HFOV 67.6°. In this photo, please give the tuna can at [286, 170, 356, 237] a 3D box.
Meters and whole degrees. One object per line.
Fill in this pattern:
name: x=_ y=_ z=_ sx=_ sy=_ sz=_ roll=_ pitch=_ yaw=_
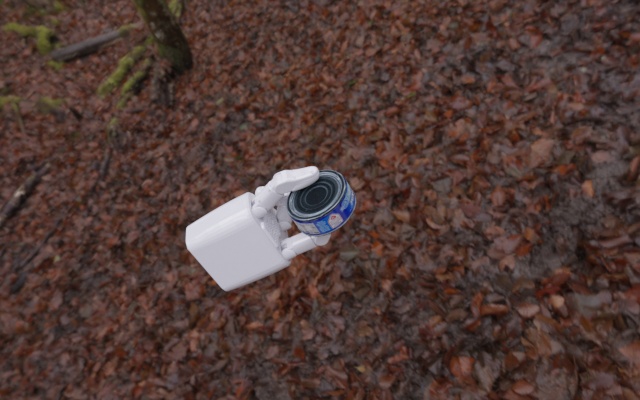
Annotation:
tuna can: x=0.000 y=0.002 z=0.609 sx=0.086 sy=0.086 sz=0.034 roll=0 pitch=-39 yaw=33
